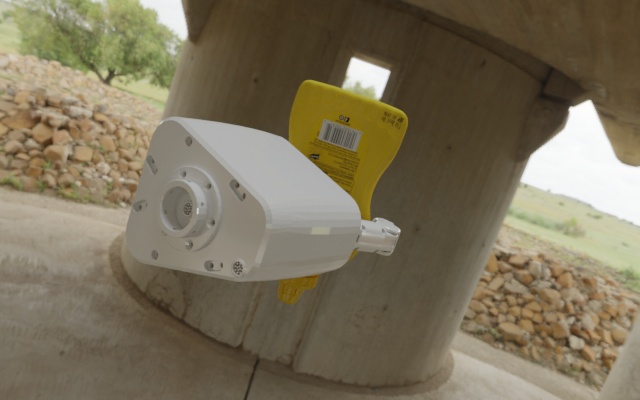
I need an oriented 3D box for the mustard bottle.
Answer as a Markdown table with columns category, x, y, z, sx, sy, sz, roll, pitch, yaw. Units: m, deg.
| category | x | y | z | sx | sy | sz | roll | pitch | yaw |
| --- | --- | --- | --- | --- | --- | --- | --- | --- | --- |
| mustard bottle | 0.000 | 0.001 | 0.417 | 0.096 | 0.191 | 0.058 | 20 | 9 | 6 |
